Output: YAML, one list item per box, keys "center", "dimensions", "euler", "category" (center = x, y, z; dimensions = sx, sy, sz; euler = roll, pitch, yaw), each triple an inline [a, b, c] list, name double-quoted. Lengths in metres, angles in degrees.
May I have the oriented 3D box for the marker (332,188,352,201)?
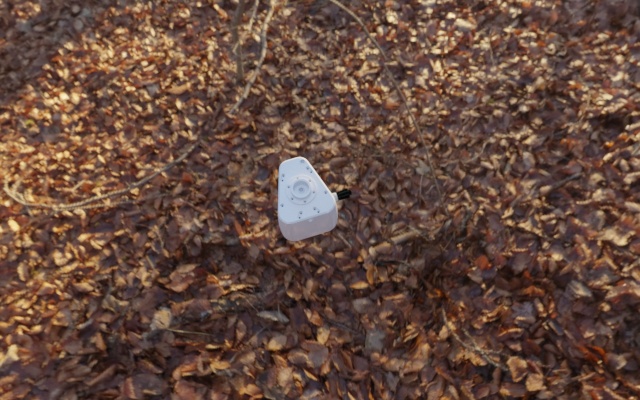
- center: [0.000, 0.003, 0.887]
  dimensions: [0.121, 0.020, 0.020]
  euler: [-18, 1, -4]
  category: "marker"
